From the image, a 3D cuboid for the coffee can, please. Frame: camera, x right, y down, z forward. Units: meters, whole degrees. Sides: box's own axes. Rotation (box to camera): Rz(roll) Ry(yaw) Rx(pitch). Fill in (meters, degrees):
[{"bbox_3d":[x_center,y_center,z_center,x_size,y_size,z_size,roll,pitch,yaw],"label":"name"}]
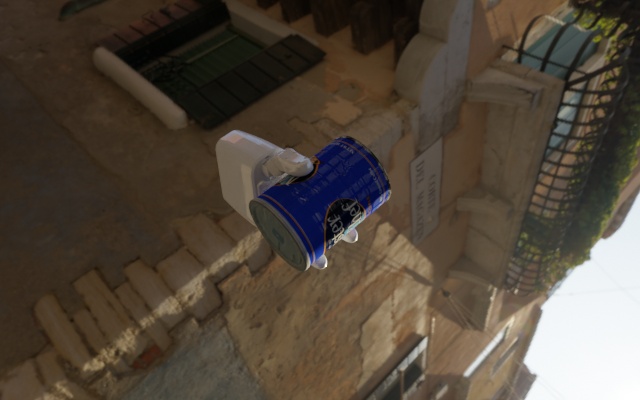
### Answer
[{"bbox_3d":[0.000,0.002,0.576,0.140,0.103,0.103,-38,16,-21],"label":"coffee can"}]
